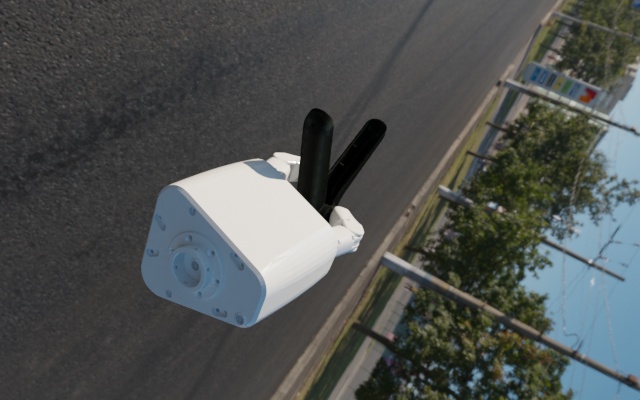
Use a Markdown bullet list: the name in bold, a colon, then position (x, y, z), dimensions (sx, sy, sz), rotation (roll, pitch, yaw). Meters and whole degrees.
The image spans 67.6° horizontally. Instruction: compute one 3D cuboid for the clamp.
- **clamp**: position (0.000, 0.003, 0.491), dimensions (0.036, 0.210, 0.164), rotation (31, 25, 20)
